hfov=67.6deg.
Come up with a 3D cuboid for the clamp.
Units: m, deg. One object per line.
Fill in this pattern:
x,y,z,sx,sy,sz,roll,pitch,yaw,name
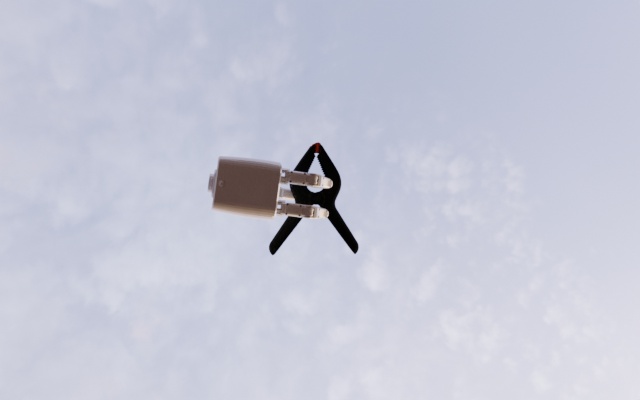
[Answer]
0.000,0.002,0.866,0.164,0.210,0.036,8,0,-13,clamp
